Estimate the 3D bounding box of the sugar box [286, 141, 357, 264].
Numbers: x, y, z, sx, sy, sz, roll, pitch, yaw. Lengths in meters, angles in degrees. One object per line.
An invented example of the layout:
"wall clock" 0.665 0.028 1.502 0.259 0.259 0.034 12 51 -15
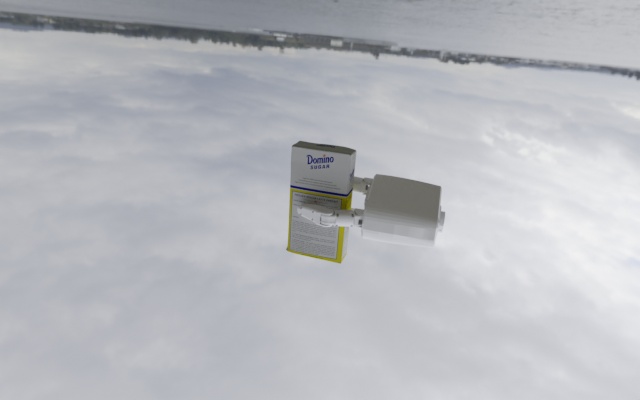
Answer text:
"sugar box" 0.000 0.002 0.733 0.093 0.176 0.048 11 20 14
